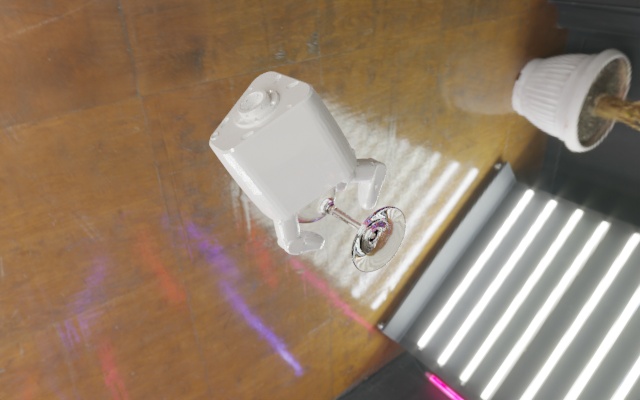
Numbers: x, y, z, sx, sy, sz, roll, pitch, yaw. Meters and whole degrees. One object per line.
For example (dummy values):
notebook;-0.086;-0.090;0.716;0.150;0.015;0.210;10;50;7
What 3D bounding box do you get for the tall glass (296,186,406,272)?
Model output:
tall glass;0.001;0.002;0.551;0.079;0.079;0.201;0;22;-41
